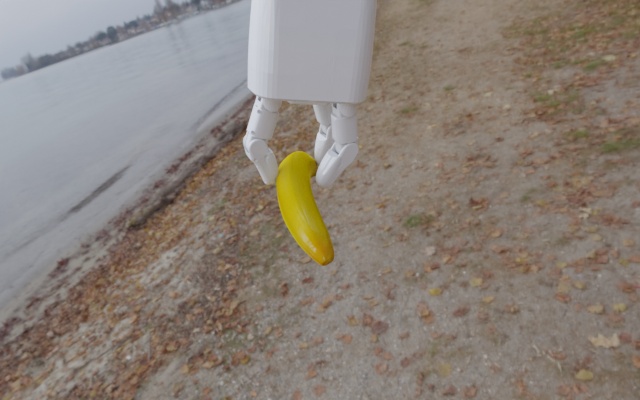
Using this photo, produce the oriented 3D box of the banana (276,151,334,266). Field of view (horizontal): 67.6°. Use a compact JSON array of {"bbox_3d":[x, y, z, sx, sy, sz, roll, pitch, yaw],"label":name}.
[{"bbox_3d":[-0.016,-0.008,0.512,0.069,0.037,0.197,25,27,-14],"label":"banana"}]
